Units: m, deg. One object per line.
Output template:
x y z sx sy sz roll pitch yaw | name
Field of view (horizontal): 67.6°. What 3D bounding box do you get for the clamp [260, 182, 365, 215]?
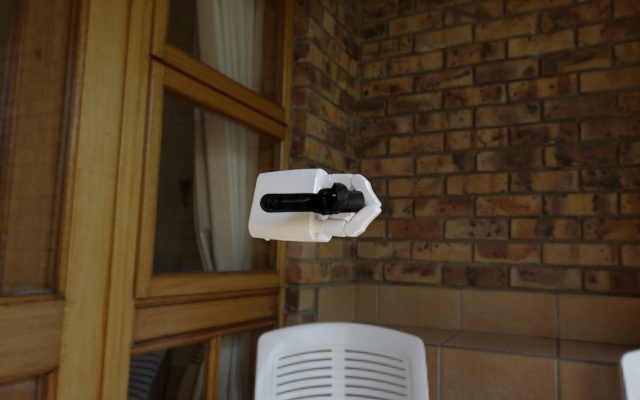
0.000 0.002 0.647 0.120 0.039 0.171 -1 -7 20 | clamp
